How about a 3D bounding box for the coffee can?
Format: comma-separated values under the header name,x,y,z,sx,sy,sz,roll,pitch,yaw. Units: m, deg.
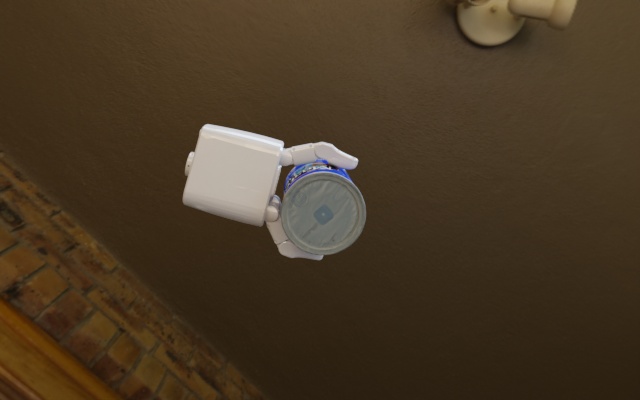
name,x,y,z,sx,sy,sz,roll,pitch,yaw
coffee can,0.000,0.002,0.637,0.103,0.103,0.140,0,13,-3
